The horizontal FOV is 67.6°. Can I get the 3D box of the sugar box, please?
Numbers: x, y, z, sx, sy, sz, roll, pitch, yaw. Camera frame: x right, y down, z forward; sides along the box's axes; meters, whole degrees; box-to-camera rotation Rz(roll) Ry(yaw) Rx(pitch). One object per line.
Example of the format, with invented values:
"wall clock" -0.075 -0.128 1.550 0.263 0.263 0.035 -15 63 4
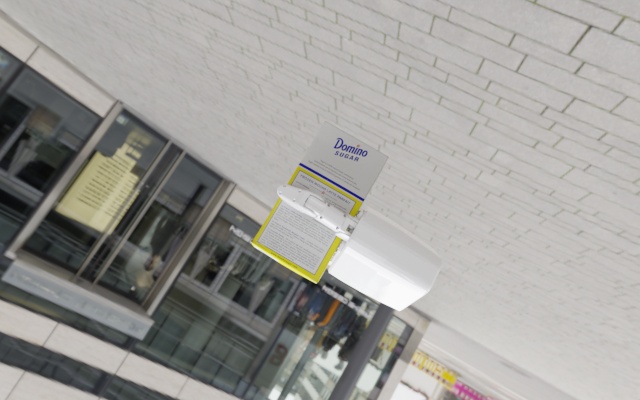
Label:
"sugar box" 0.000 0.002 0.585 0.093 0.176 0.048 31 -11 3
